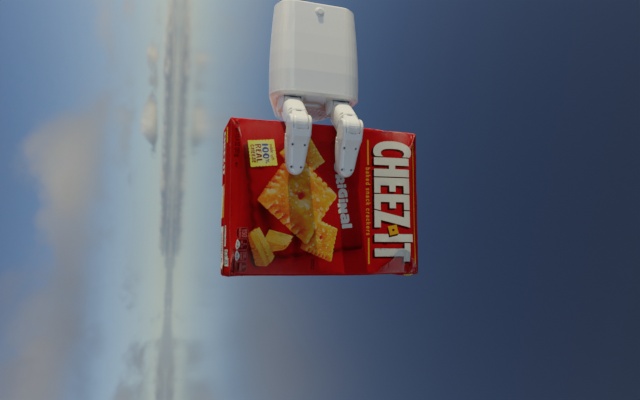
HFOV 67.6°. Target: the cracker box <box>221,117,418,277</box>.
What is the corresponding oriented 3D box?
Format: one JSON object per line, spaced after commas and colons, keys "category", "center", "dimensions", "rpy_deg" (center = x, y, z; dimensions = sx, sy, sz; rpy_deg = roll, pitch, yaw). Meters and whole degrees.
{"category": "cracker box", "center": [0.000, 0.002, 0.531], "dimensions": [0.214, 0.164, 0.072], "rpy_deg": [2, -6, -17]}
